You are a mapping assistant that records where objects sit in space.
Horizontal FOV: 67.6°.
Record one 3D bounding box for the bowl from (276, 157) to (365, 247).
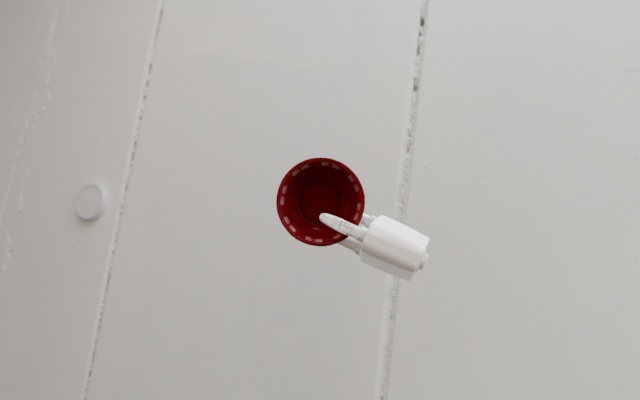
[{"bbox_3d":[-0.001,0.002,0.890,0.162,0.162,0.055,0,-1,0],"label":"bowl"}]
